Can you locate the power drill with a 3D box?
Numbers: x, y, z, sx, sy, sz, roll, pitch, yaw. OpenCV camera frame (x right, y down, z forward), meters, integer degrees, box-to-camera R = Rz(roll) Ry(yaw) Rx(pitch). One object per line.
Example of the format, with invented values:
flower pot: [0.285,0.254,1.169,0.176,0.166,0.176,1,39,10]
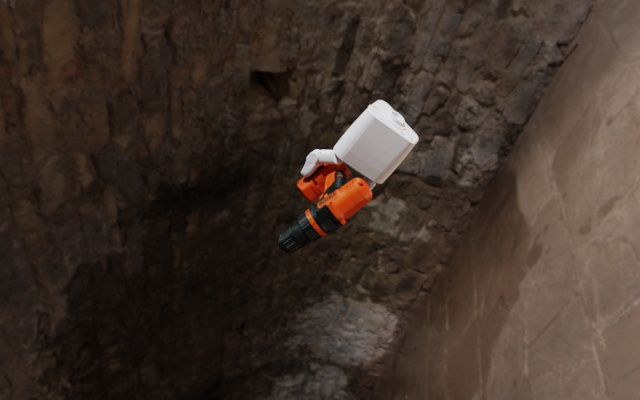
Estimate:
power drill: [0.000,0.002,0.864,0.184,0.057,0.187,-34,23,10]
